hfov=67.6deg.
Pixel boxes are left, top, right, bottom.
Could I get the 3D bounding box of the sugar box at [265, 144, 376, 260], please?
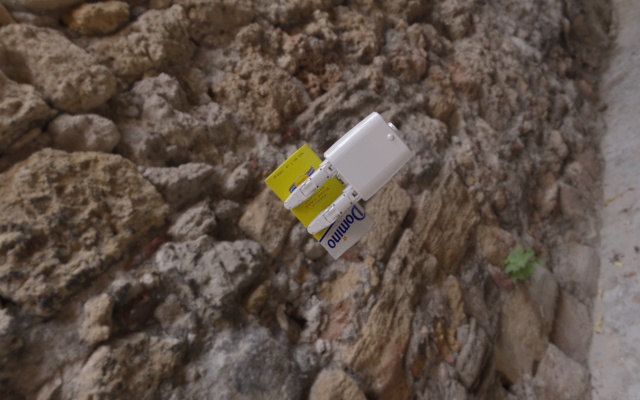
[{"bbox_3d":[0.000,0.002,0.788,0.093,0.176,0.048,-42,4,1],"label":"sugar box"}]
